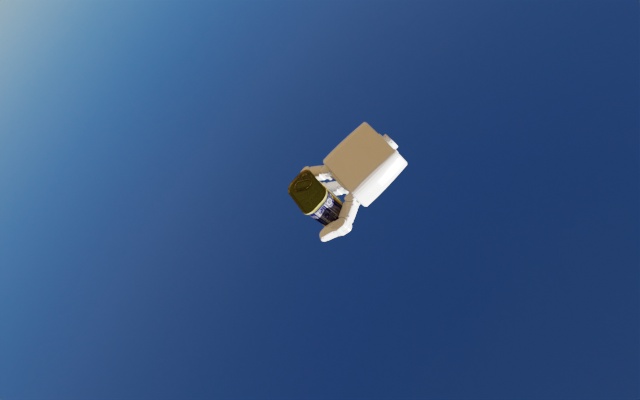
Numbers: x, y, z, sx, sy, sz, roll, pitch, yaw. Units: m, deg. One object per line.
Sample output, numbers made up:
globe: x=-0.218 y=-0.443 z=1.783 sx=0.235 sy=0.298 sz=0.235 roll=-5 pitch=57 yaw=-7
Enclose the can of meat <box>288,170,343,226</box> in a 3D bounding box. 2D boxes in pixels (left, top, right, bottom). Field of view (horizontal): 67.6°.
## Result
can of meat: x=0.000 y=0.003 z=0.859 sx=0.084 sy=0.057 sz=0.102 roll=38 pitch=8 yaw=-40
